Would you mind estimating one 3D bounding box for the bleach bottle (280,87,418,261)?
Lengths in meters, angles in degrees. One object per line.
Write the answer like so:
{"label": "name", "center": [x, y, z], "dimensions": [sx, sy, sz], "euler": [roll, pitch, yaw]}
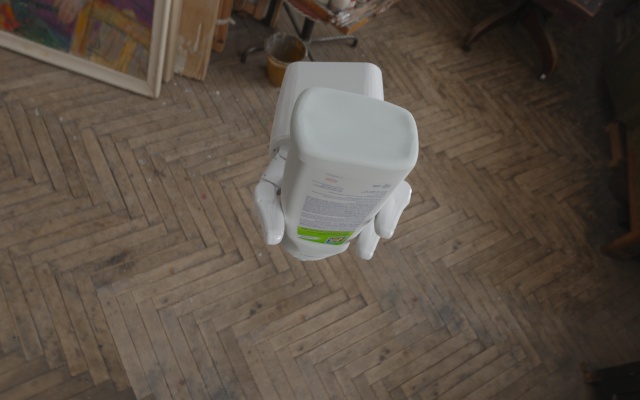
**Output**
{"label": "bleach bottle", "center": [0.000, 0.002, 0.460], "dimensions": [0.102, 0.068, 0.251], "euler": [10, -29, -11]}
